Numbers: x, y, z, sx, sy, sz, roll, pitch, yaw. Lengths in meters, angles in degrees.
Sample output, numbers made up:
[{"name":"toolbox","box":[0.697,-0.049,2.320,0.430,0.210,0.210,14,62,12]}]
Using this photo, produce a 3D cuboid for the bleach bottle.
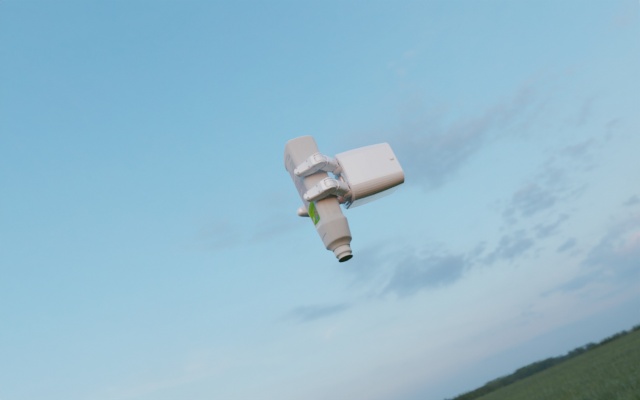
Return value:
[{"name":"bleach bottle","box":[0.000,0.003,0.893,0.068,0.250,0.103,-17,-28,-12]}]
